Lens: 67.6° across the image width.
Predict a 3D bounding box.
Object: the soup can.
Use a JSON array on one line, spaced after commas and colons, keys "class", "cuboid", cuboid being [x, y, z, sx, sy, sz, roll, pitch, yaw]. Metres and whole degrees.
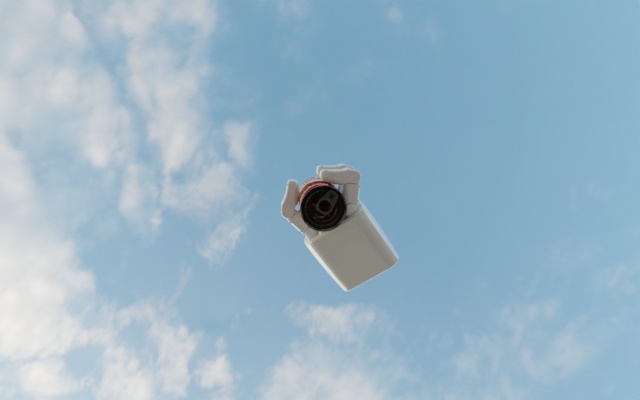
[{"class": "soup can", "cuboid": [0.000, 0.002, 0.731, 0.068, 0.068, 0.102, 0, 11, -5]}]
